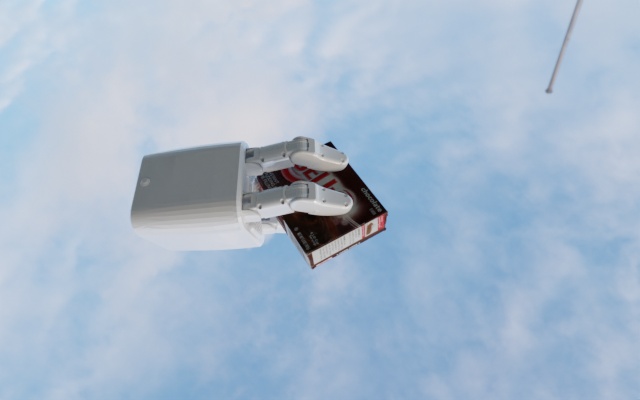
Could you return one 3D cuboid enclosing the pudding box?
[{"bbox_3d":[0.000,0.002,0.482,0.090,0.113,0.039,-27,-32,-13],"label":"pudding box"}]
